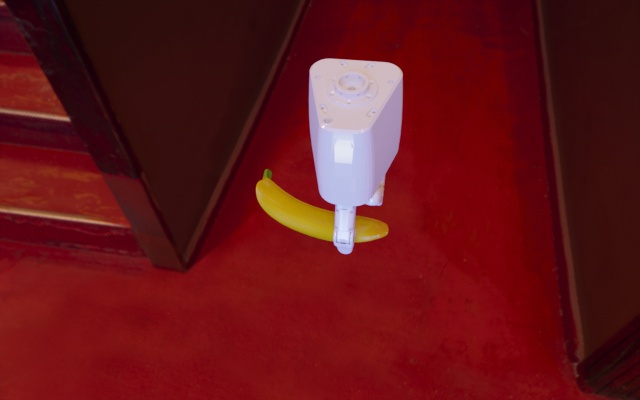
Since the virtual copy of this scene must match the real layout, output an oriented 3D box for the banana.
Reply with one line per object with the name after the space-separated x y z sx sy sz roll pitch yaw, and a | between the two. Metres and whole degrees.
-0.013 0.013 0.607 0.197 0.069 0.037 27 -32 23 | banana
